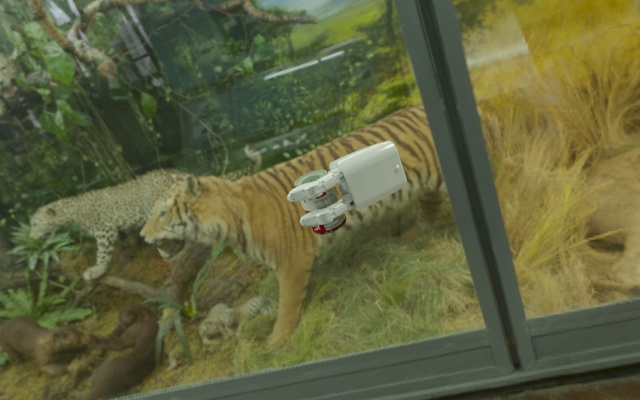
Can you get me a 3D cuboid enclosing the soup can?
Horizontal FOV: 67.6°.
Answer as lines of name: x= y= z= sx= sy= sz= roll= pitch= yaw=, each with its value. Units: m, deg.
soup can: x=0.000 y=0.003 z=0.881 sx=0.068 sy=0.102 sz=0.068 roll=-18 pitch=24 yaw=8
